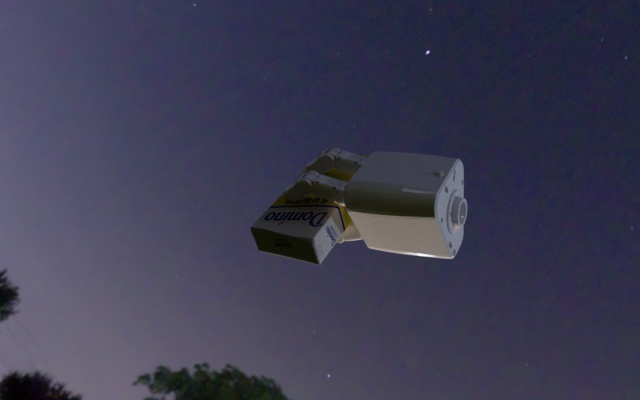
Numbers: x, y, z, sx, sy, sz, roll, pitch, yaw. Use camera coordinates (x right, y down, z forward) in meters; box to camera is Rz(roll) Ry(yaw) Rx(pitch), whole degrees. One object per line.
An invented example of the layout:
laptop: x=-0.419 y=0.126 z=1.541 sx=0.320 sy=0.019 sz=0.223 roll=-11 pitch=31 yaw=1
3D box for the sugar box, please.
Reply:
sugar box: x=0.000 y=0.002 z=0.611 sx=0.093 sy=0.048 sz=0.176 roll=8 pitch=38 yaw=32
